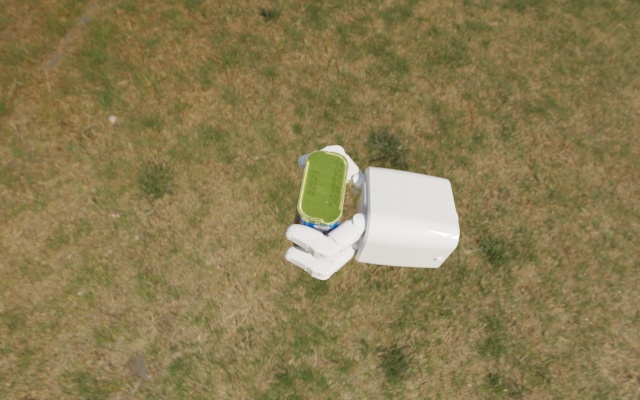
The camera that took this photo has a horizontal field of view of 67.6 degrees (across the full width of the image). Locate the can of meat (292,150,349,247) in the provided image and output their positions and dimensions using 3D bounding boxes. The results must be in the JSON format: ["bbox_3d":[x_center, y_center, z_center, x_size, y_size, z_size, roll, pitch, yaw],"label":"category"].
[{"bbox_3d":[0.000,0.002,0.578,0.057,0.102,0.084,9,-29,-1],"label":"can of meat"}]
